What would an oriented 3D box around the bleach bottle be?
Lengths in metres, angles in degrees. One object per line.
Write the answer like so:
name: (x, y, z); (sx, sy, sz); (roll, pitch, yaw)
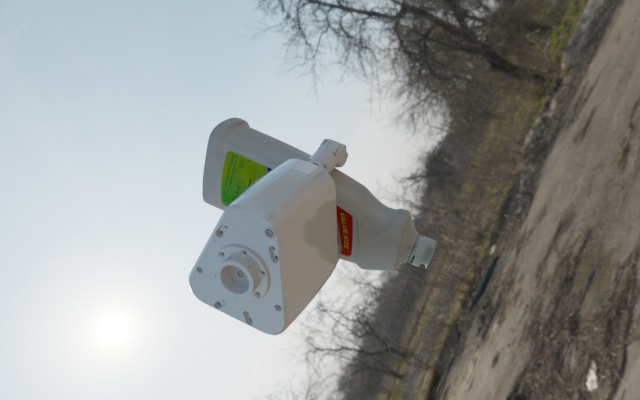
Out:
bleach bottle: (0.000, 0.002, 0.501); (0.251, 0.103, 0.068); (22, 29, 13)
